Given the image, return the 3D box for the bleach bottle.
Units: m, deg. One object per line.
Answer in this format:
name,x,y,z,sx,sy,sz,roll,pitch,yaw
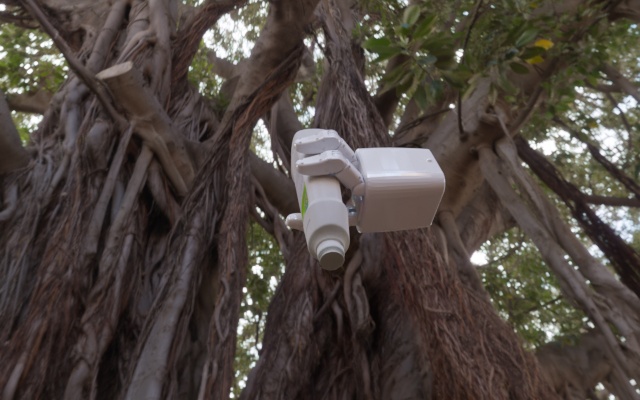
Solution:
bleach bottle,0.000,0.002,0.639,0.068,0.103,0.250,-2,36,-5
